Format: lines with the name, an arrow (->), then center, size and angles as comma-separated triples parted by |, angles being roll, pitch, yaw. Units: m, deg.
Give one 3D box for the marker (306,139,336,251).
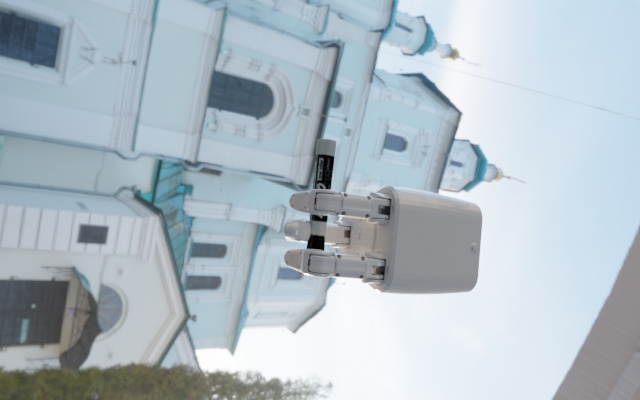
marker -> 0.000, 0.002, 0.462 | 0.020, 0.121, 0.020 | 6, -3, 0
